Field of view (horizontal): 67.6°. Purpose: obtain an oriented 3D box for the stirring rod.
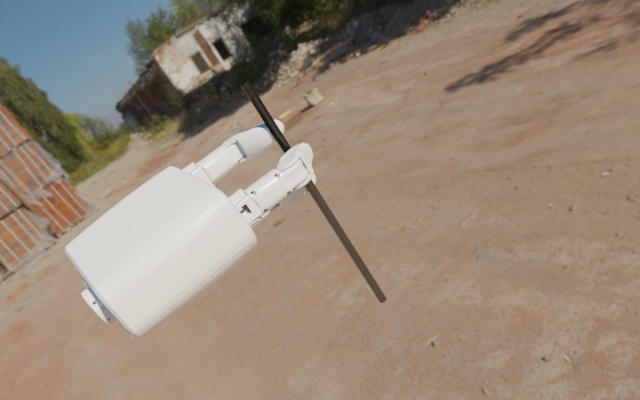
[{"bbox_3d":[0.000,0.002,0.426,0.011,0.239,0.011,-28,20,11],"label":"stirring rod"}]
